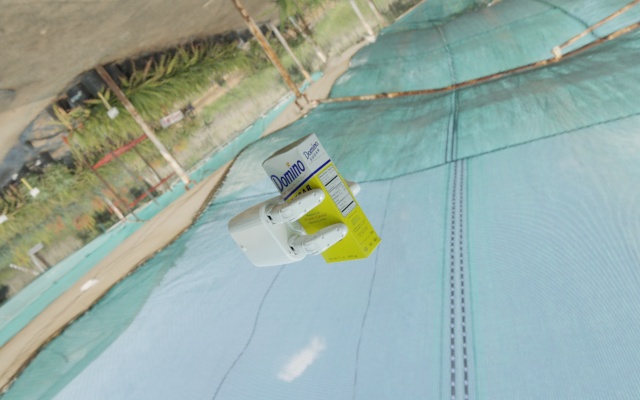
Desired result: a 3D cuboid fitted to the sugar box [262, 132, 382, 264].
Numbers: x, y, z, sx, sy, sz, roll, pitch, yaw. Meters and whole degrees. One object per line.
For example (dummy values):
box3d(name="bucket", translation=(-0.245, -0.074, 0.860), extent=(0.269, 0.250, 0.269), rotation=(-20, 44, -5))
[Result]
box3d(name="sugar box", translation=(0.000, 0.003, 0.651), extent=(0.093, 0.176, 0.048), rotation=(-19, 21, 52))
